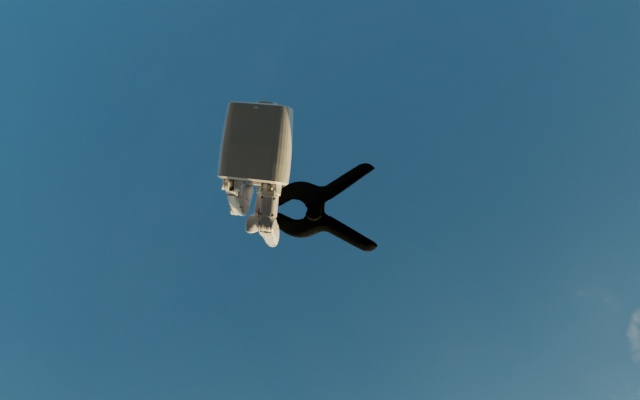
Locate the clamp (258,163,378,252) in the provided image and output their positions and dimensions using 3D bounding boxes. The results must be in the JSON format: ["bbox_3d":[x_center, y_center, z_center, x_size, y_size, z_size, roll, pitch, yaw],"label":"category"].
[{"bbox_3d":[0.000,0.002,0.668,0.171,0.120,0.039,7,-2,7],"label":"clamp"}]
